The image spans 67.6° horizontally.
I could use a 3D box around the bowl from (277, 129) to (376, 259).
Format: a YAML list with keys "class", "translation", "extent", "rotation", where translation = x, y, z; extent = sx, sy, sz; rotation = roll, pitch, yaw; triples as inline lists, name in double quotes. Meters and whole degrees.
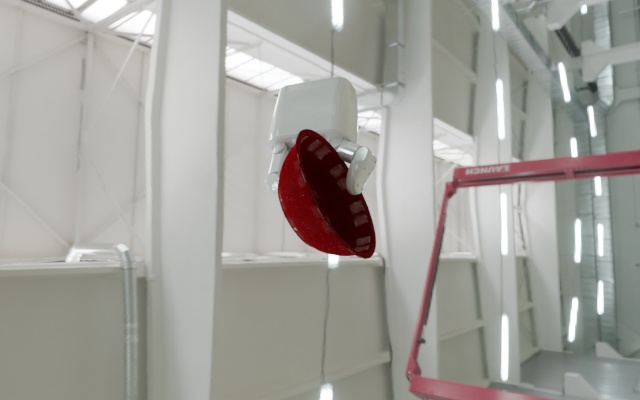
- class: "bowl"
  translation: [0.000, 0.003, 0.544]
  extent: [0.055, 0.162, 0.162]
  rotation: [-28, -11, 20]
